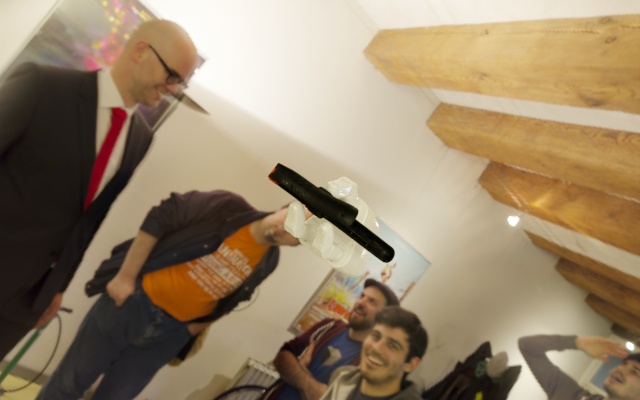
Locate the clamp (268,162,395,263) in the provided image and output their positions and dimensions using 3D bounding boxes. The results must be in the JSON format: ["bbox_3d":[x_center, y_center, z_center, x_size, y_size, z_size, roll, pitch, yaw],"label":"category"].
[{"bbox_3d":[0.000,0.001,0.640,0.210,0.036,0.165,35,-6,27],"label":"clamp"}]
